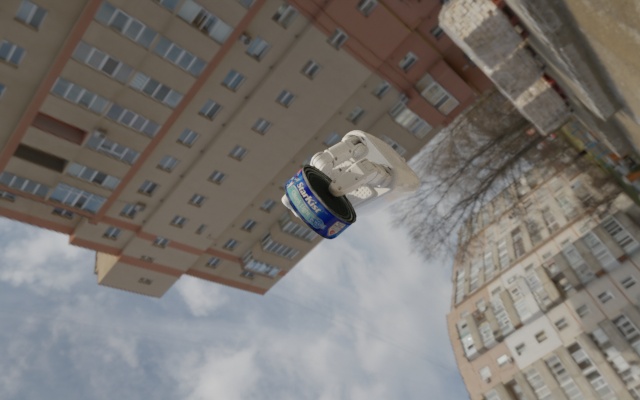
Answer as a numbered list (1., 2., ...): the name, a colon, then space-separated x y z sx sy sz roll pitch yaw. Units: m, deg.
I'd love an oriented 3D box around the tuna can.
1. tuna can: 0.000 0.002 0.543 0.034 0.086 0.086 -42 -15 18
